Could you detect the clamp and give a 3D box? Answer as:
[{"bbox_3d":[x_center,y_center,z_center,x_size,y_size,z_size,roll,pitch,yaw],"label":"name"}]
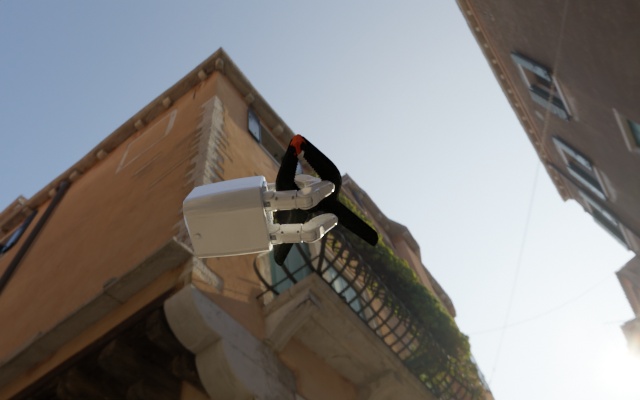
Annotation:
[{"bbox_3d":[0.000,0.001,0.697,0.164,0.210,0.036,-7,32,-1],"label":"clamp"}]
